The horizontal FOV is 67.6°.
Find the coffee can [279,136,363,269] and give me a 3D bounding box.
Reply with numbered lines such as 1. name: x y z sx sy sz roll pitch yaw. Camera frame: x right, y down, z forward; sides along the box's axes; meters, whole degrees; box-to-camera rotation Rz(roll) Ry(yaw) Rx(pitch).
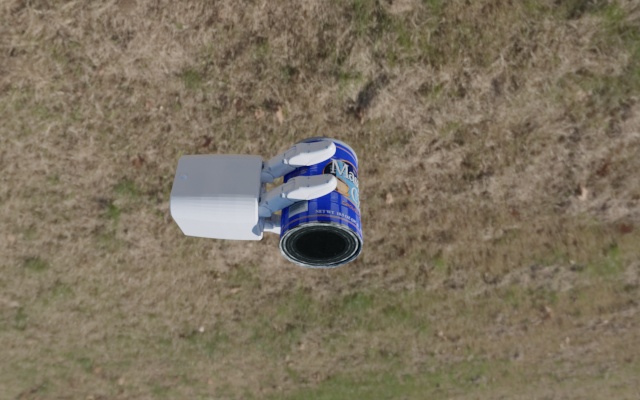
1. coffee can: 0.000 0.002 0.621 0.103 0.140 0.103 0 -38 0
